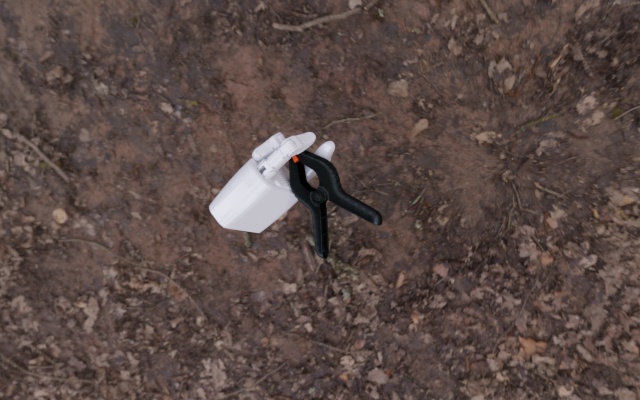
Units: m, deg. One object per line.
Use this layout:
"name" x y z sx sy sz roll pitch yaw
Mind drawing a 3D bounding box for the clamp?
"clamp" 0.000 0.002 0.722 0.120 0.171 0.039 -43 -11 19
